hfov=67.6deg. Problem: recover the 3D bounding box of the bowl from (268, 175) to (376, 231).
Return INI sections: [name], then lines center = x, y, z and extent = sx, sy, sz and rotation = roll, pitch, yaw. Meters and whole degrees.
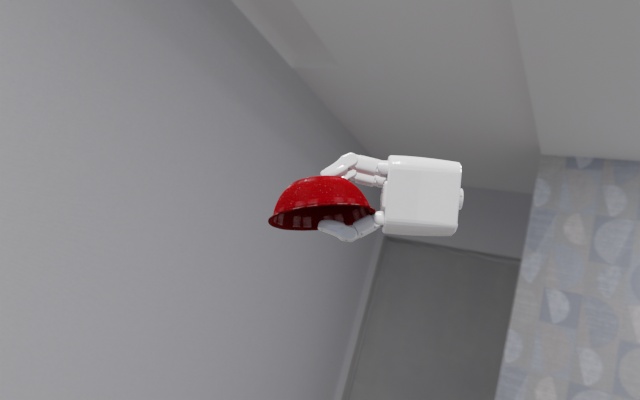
[bowl]
center = -0.001, 0.002, 0.719
extent = 0.162, 0.055, 0.162
rotation = -5, -15, -1
